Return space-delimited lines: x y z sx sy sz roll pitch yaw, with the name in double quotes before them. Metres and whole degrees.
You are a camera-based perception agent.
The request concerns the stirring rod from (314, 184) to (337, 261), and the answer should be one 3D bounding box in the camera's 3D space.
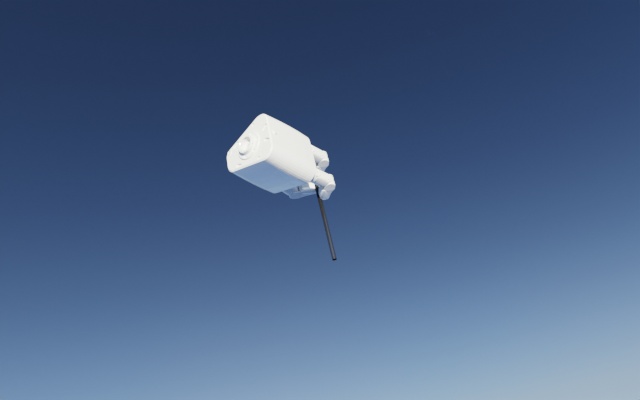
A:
"stirring rod" 0.000 0.003 0.888 0.011 0.239 0.011 -10 -32 -6
